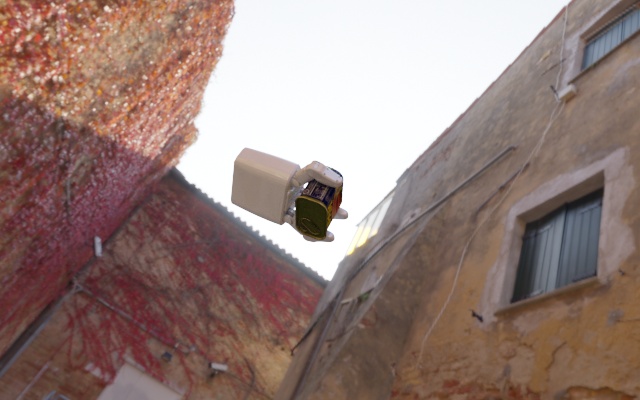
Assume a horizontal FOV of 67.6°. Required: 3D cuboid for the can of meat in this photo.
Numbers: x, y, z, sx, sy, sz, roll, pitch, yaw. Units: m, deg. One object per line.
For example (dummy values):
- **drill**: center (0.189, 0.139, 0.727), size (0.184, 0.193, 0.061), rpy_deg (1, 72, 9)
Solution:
- **can of meat**: center (0.000, 0.002, 0.812), size (0.057, 0.084, 0.102), rpy_deg (19, -37, 14)
